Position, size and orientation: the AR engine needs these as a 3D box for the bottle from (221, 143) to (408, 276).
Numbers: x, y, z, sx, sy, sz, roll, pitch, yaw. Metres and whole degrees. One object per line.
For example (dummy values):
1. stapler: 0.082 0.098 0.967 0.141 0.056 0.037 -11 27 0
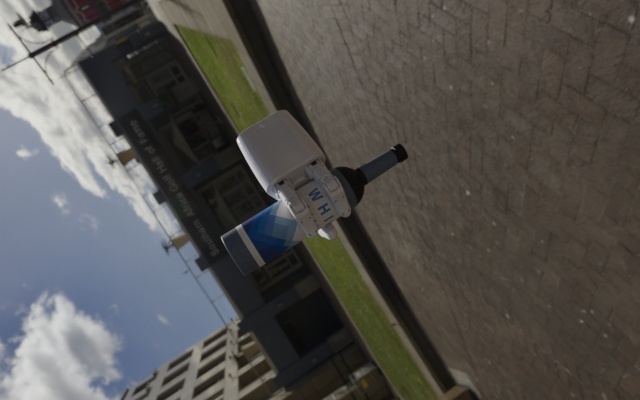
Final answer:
1. bottle: 0.000 0.002 0.697 0.295 0.069 0.069 -32 5 -8
